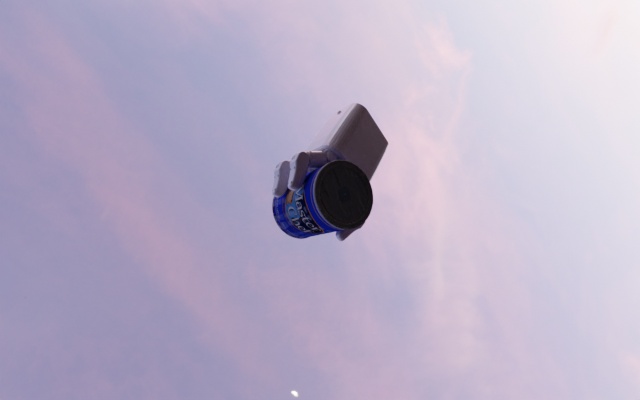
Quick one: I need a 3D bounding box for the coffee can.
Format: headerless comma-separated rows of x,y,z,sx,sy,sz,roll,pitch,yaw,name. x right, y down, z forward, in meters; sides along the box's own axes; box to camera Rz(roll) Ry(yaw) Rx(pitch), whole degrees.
0.000,0.003,0.748,0.103,0.103,0.140,0,-10,-32,coffee can
